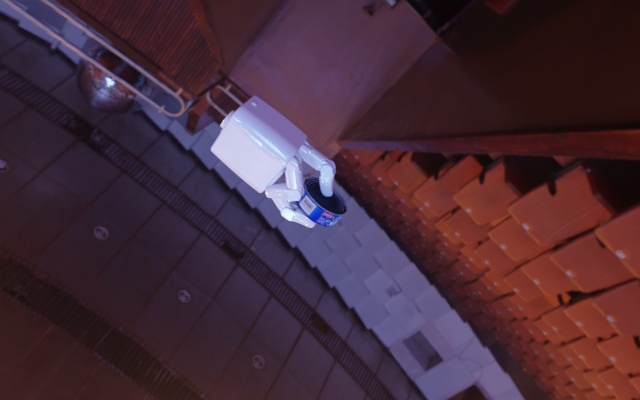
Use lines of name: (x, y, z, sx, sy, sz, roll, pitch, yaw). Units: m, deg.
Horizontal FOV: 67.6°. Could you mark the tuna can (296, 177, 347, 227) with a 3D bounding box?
tuna can: (0.000, 0.003, 0.792, 0.086, 0.086, 0.034, 0, -43, -53)
